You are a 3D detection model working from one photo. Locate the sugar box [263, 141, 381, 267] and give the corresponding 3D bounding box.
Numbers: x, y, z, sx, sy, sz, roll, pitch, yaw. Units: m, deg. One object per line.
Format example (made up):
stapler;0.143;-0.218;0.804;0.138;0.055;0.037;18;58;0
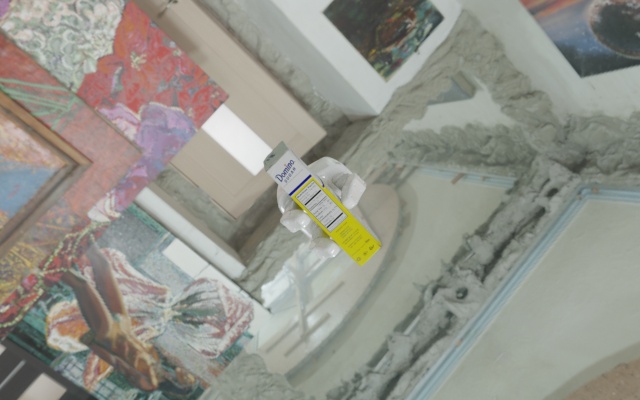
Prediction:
sugar box;0.000;0.002;0.627;0.176;0.048;0.093;43;4;-15
